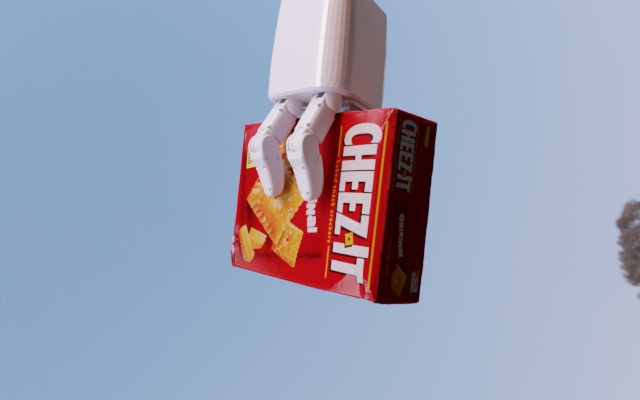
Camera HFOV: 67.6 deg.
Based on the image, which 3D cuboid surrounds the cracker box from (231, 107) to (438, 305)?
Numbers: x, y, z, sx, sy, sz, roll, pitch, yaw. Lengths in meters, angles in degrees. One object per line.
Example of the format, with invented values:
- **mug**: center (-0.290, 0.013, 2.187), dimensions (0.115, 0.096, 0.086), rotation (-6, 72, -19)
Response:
- **cracker box**: center (0.000, 0.002, 0.477), dimensions (0.072, 0.164, 0.213), rotation (8, -3, -43)
